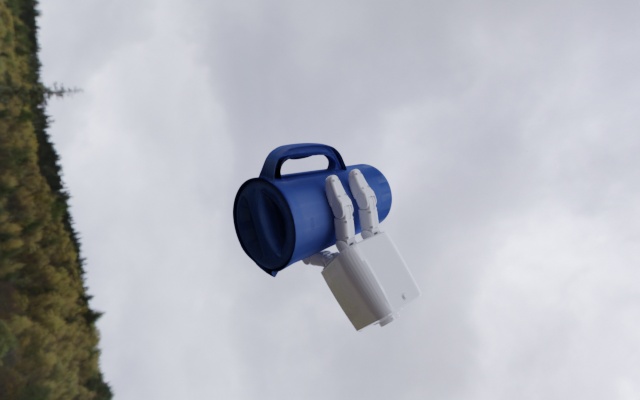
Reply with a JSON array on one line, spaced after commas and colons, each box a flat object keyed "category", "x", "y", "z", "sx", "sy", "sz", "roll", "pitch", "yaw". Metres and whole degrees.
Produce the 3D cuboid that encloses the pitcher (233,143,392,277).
[{"category": "pitcher", "x": 0.000, "y": 0.003, "z": 0.725, "sx": 0.243, "sy": 0.145, "sz": 0.149, "roll": -16, "pitch": -20, "yaw": -44}]
